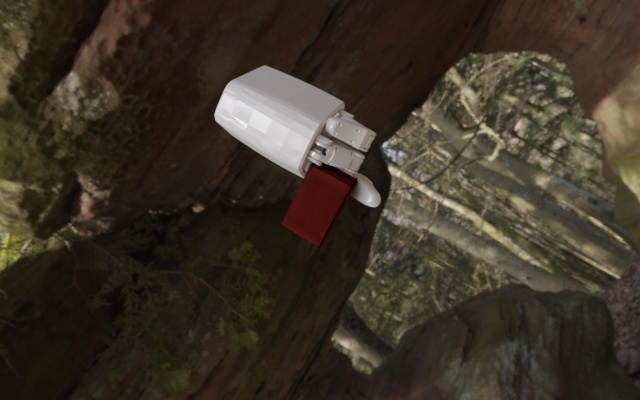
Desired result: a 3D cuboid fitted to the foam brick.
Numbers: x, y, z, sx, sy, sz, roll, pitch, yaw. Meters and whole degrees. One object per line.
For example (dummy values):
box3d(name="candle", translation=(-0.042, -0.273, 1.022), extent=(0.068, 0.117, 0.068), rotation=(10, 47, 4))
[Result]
box3d(name="foam brick", translation=(0.000, 0.002, 0.529), extent=(0.051, 0.078, 0.053), rotation=(28, 15, 4))
